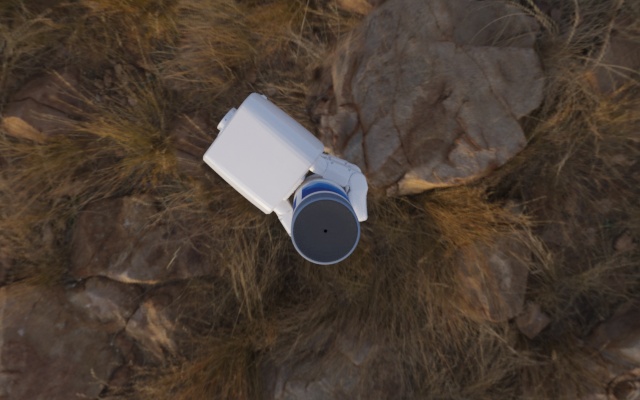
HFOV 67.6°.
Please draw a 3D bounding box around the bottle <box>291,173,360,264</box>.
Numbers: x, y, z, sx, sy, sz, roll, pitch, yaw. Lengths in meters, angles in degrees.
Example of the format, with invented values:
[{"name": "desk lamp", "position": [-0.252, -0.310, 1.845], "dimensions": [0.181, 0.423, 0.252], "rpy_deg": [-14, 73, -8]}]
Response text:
[{"name": "bottle", "position": [0.000, 0.002, 0.596], "dimensions": [0.069, 0.069, 0.295], "rpy_deg": [0, 11, -2]}]
